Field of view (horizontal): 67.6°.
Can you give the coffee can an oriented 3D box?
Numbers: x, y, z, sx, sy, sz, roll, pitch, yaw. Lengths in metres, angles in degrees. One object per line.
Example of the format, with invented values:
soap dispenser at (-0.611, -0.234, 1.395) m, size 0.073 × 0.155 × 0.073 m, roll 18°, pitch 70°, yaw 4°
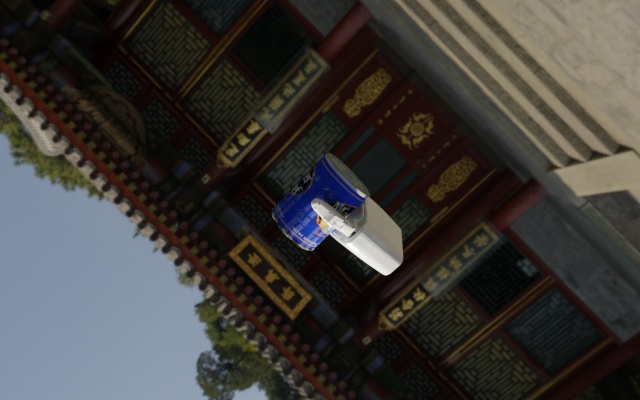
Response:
coffee can at (0.000, 0.003, 0.826) m, size 0.140 × 0.103 × 0.103 m, roll -44°, pitch -12°, yaw 13°
